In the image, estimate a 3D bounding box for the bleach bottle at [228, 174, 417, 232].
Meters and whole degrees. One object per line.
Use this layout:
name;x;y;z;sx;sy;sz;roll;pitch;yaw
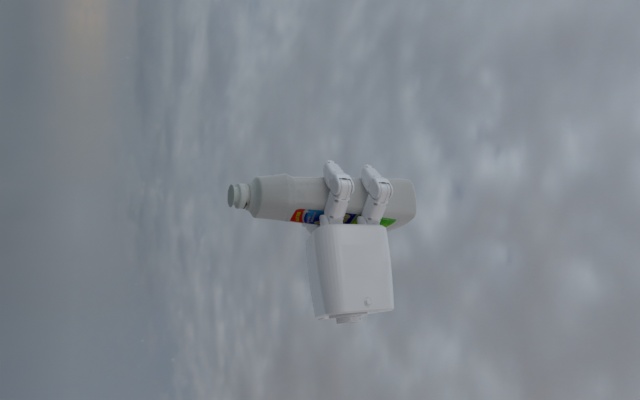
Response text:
bleach bottle;0.000;0.002;0.636;0.251;0.068;0.102;3;-17;-27
